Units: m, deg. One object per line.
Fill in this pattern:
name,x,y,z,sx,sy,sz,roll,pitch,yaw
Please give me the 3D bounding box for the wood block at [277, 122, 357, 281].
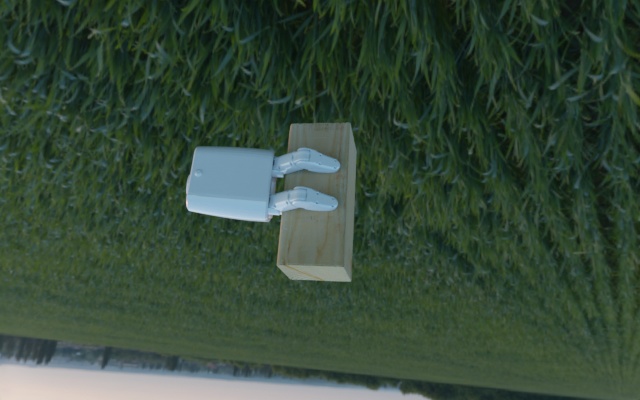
wood block,0.000,0.002,0.675,0.090,0.206,0.091,0,-21,10
